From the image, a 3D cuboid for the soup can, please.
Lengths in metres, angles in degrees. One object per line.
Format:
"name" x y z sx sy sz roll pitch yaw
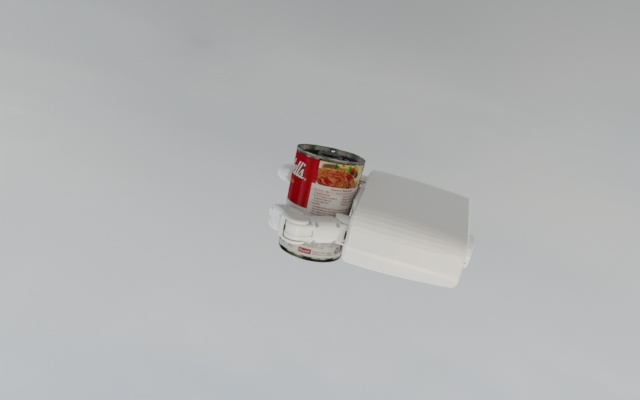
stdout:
"soup can" 0.000 0.002 0.473 0.068 0.102 0.068 12 15 -3
